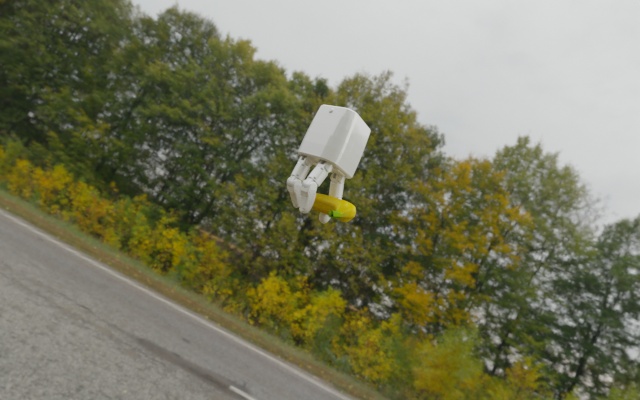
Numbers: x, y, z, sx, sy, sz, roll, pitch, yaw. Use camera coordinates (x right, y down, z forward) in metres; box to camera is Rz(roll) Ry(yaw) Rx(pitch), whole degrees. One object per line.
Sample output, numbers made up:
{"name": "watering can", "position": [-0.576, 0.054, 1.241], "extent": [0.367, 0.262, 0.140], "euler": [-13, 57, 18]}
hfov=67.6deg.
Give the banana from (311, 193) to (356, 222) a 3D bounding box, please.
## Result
{"name": "banana", "position": [0.017, 0.010, 0.877], "extent": [0.069, 0.037, 0.198], "euler": [22, -1, -21]}
